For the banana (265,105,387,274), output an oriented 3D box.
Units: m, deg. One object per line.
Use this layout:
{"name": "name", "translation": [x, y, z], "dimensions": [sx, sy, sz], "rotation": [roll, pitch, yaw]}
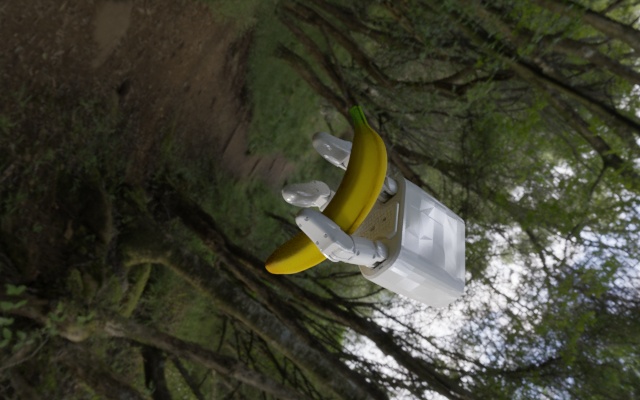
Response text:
{"name": "banana", "translation": [0.012, 0.009, 0.473], "dimensions": [0.037, 0.198, 0.069], "rotation": [14, 23, -47]}
